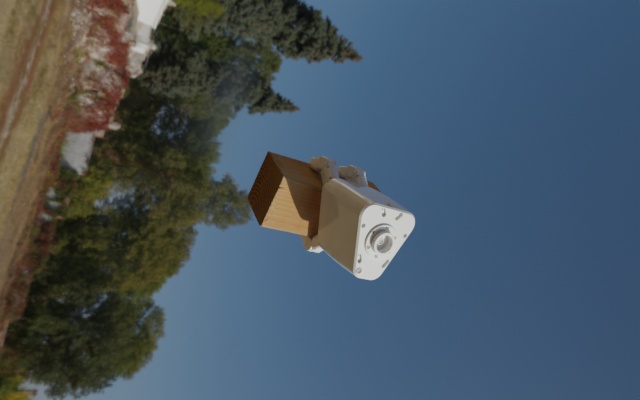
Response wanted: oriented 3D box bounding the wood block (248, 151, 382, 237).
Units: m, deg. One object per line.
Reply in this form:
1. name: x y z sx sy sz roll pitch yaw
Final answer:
1. wood block: 0.000 0.003 0.774 0.206 0.091 0.090 15 24 -30
